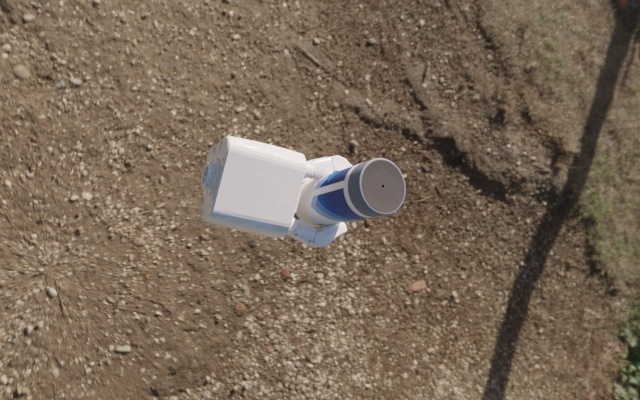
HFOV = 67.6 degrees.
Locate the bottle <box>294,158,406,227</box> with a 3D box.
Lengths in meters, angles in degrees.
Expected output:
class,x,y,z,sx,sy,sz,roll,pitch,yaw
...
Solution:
class,x,y,z,sx,sy,sz,roll,pitch,yaw
bottle,0.000,0.002,0.675,0.069,0.069,0.296,0,-7,-30
